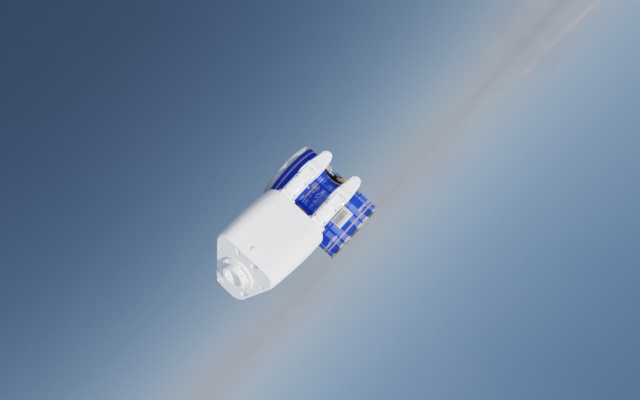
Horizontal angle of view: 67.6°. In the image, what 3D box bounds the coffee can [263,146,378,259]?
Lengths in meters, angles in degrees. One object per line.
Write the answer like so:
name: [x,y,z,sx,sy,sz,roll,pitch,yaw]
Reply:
coffee can: [0.000,0.002,0.715,0.140,0.103,0.103,42,5,6]
